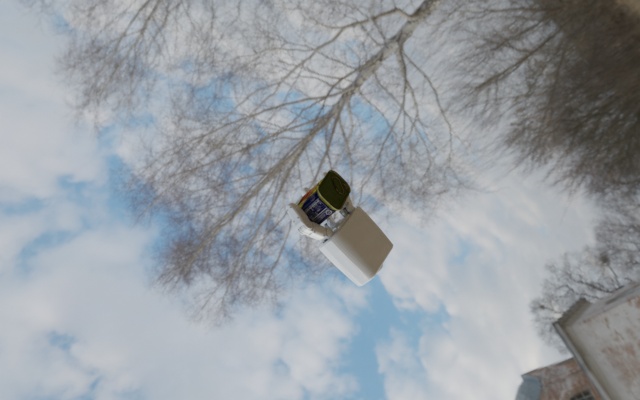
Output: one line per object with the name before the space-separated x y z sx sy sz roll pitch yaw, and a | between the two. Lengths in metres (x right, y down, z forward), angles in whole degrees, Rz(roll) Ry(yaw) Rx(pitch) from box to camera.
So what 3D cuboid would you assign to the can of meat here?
can of meat | 0.000 0.003 0.877 0.084 0.057 0.102 -41 9 32
